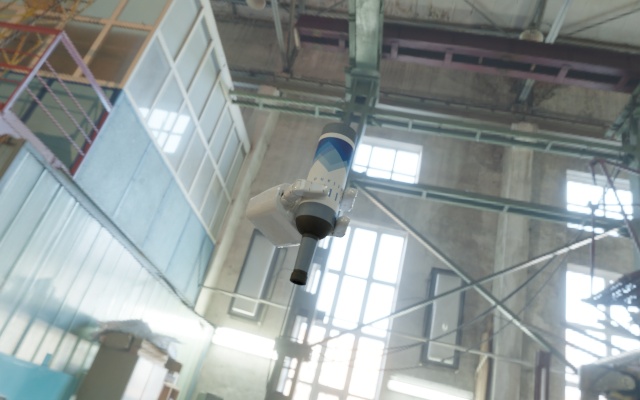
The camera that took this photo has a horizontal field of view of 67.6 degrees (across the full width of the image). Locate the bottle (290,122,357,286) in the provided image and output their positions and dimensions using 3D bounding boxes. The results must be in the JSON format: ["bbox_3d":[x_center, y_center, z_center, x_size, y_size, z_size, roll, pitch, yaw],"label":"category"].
[{"bbox_3d":[0.000,0.002,0.814,0.069,0.295,0.069,13,-27,7],"label":"bottle"}]
